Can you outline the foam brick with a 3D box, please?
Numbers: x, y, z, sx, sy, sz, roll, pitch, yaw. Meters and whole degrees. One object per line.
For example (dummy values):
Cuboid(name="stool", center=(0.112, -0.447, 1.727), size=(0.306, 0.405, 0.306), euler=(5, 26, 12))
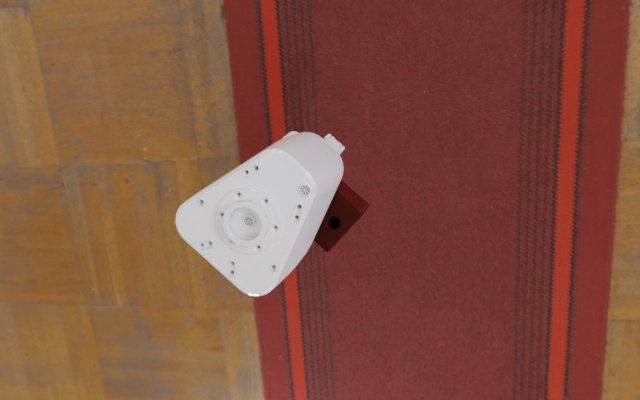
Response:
Cuboid(name="foam brick", center=(0.000, 0.002, 0.467), size=(0.078, 0.053, 0.051), euler=(42, 16, 0))
